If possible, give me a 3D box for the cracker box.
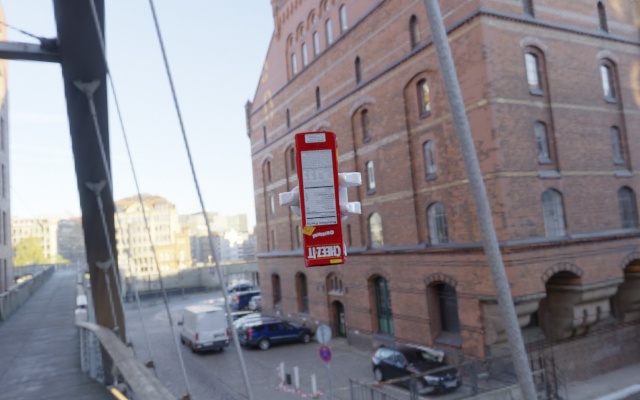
[{"bbox_3d":[0.000,0.003,0.822,0.072,0.213,0.164,-5,-5,-1],"label":"cracker box"}]
